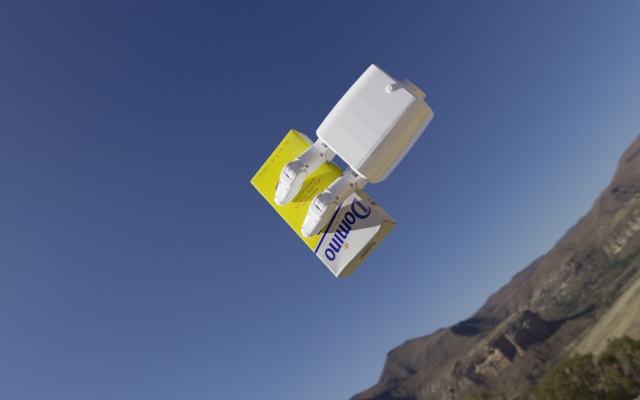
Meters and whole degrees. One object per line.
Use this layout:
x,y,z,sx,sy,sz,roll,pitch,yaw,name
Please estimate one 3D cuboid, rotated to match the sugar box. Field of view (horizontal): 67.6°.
0.000,0.002,0.598,0.176,0.093,0.048,46,15,25,sugar box
